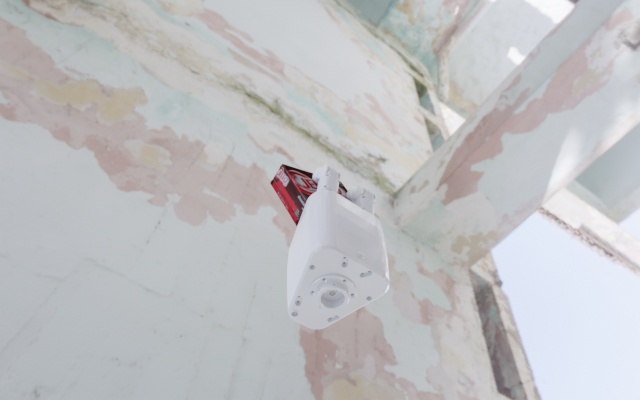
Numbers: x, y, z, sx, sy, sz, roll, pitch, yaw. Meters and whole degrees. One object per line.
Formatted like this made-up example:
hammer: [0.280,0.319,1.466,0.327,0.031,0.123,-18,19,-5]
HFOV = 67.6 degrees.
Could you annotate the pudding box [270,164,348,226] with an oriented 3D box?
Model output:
pudding box: [0.000,0.002,0.628,0.113,0.039,0.090,17,29,-43]
